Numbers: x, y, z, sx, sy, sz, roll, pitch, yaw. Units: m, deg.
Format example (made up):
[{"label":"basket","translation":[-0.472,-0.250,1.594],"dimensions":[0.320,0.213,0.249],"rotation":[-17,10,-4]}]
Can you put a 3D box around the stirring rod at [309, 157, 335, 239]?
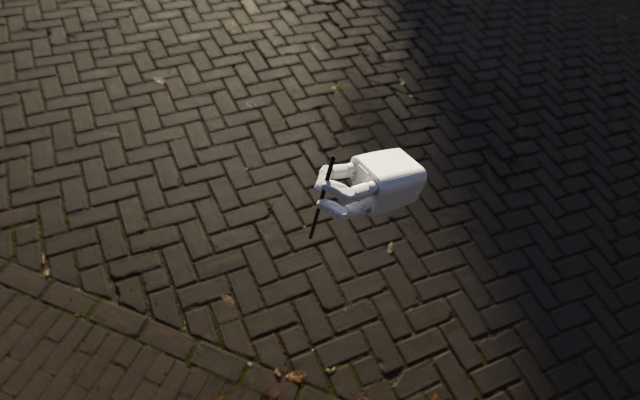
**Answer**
[{"label":"stirring rod","translation":[0.000,0.003,0.890],"dimensions":[0.011,0.011,0.240],"rotation":[0,-37,-13]}]
